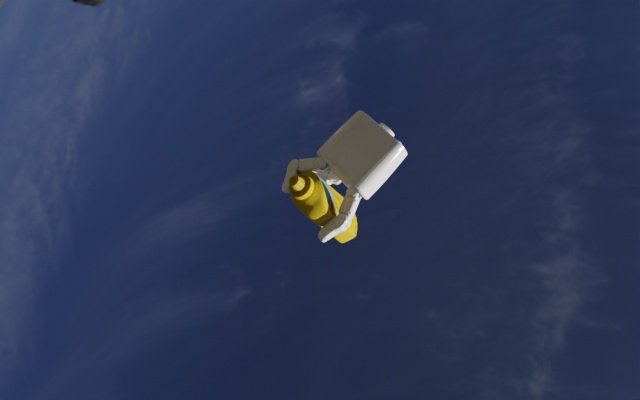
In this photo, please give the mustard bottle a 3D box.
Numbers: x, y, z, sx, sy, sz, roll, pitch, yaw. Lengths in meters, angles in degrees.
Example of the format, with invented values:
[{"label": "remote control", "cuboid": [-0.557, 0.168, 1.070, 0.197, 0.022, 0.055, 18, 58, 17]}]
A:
[{"label": "mustard bottle", "cuboid": [0.000, 0.003, 0.823, 0.058, 0.096, 0.192, -26, -31, 15]}]
